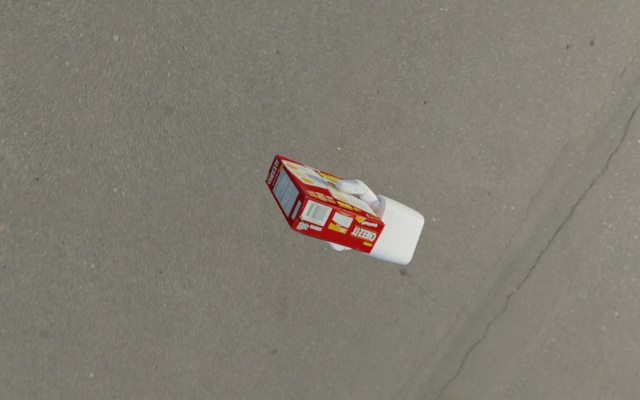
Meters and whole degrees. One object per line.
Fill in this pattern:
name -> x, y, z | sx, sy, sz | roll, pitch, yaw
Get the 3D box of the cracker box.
cracker box -> 0.000, 0.003, 0.887 | 0.164, 0.072, 0.213 | 19, 16, -26
